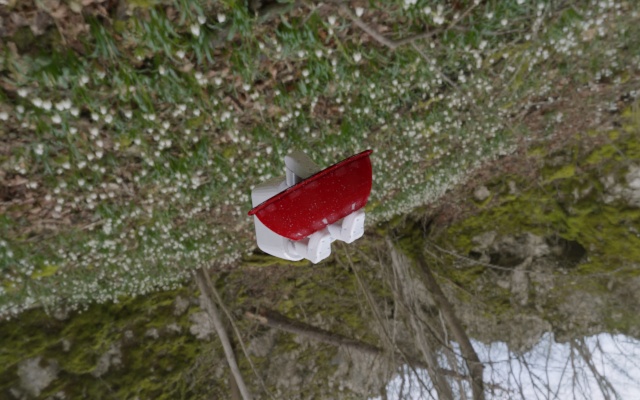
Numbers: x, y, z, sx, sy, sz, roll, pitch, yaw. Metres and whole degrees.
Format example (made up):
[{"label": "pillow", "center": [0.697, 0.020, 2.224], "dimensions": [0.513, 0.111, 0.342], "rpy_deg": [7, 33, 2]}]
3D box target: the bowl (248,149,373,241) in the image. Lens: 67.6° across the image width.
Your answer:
[{"label": "bowl", "center": [0.001, 0.002, 0.549], "dimensions": [0.162, 0.055, 0.162], "rpy_deg": [-27, -2, -1]}]
